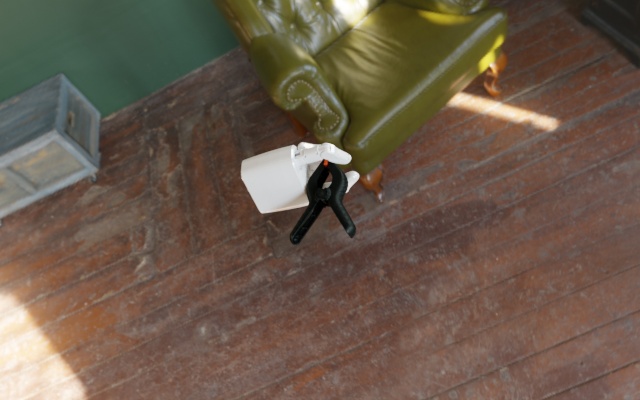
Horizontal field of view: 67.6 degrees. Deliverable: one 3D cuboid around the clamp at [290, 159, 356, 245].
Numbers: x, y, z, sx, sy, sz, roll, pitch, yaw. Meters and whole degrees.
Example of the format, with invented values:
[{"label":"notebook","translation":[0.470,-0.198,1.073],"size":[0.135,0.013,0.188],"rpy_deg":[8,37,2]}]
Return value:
[{"label":"clamp","translation":[0.000,0.002,0.837],"size":[0.120,0.171,0.039],"rpy_deg":[-13,-38,15]}]
